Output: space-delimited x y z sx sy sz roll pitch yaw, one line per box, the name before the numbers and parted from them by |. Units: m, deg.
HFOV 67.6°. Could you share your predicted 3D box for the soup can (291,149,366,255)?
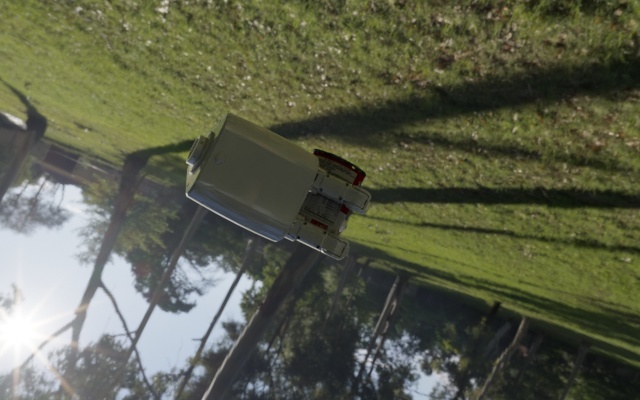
soup can | 0.000 0.002 0.542 0.068 0.102 0.068 26 -4 2
